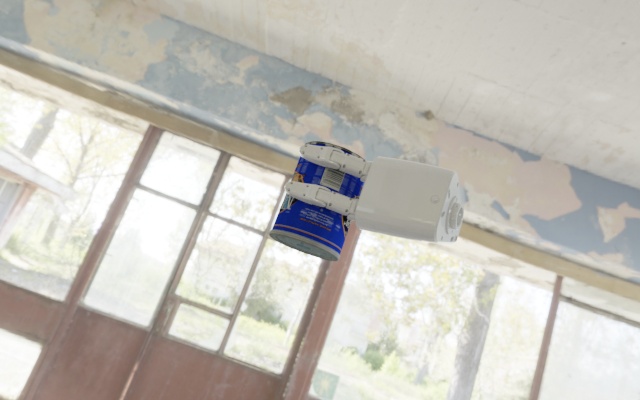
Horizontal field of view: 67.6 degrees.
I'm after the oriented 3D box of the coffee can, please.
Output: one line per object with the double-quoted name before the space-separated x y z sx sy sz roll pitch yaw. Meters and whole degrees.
"coffee can" 0.000 0.002 0.675 0.103 0.140 0.103 19 -14 5
